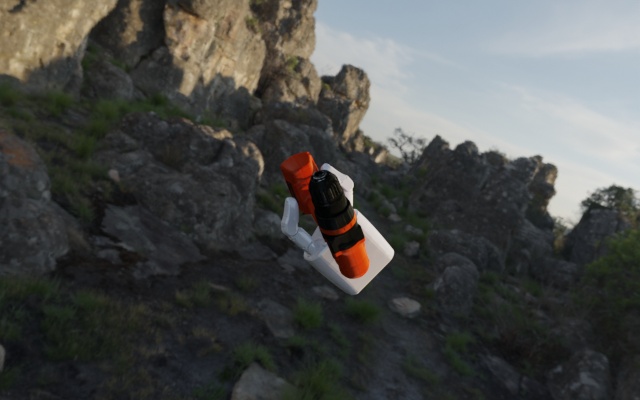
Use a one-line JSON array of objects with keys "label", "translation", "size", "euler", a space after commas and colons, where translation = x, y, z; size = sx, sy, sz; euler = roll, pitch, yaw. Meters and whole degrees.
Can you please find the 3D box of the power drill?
[{"label": "power drill", "translation": [0.000, 0.002, 0.694], "size": [0.057, 0.185, 0.187], "euler": [-25, 37, -7]}]
